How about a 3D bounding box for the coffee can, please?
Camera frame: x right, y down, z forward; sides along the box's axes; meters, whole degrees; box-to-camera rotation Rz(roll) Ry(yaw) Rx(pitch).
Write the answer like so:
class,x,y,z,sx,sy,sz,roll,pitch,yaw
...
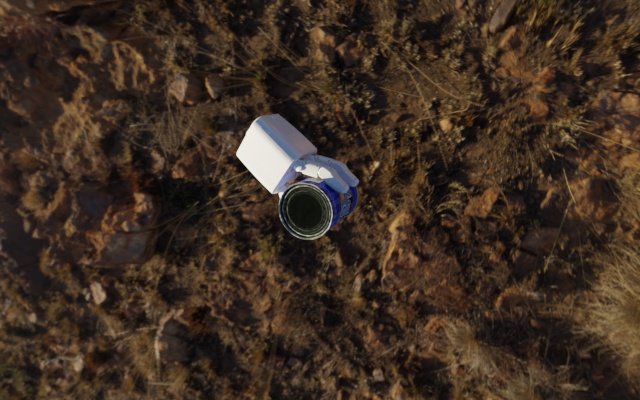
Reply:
class,x,y,z,sx,sy,sz,roll,pitch,yaw
coffee can,0.000,0.003,0.880,0.103,0.103,0.140,0,13,23
